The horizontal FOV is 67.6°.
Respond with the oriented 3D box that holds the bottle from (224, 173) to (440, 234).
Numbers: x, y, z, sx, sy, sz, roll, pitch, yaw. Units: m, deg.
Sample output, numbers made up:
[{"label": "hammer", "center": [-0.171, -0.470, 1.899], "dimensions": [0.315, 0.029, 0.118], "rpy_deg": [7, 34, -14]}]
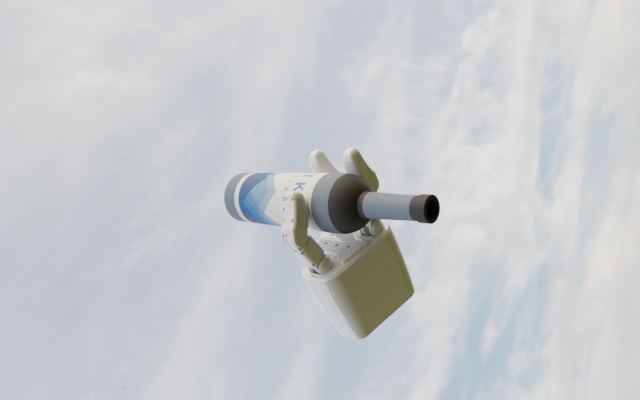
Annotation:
[{"label": "bottle", "center": [0.000, 0.002, 0.545], "dimensions": [0.069, 0.069, 0.295], "rpy_deg": [0, 2, -45]}]
